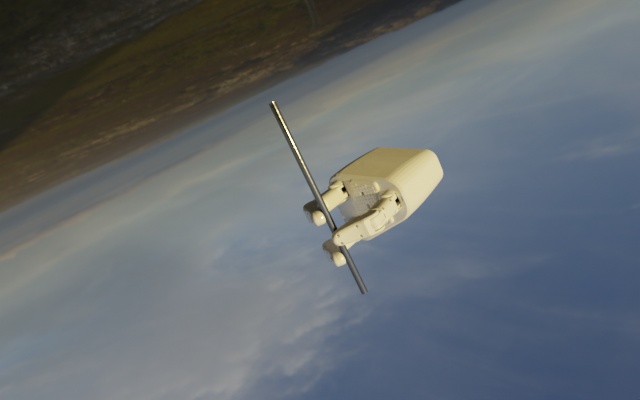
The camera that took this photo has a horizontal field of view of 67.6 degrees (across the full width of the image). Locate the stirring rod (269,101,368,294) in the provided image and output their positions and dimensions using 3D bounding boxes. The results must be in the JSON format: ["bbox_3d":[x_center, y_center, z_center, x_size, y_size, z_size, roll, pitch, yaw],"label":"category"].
[{"bbox_3d":[0.000,0.002,0.531,0.011,0.239,0.011,-25,13,6],"label":"stirring rod"}]
